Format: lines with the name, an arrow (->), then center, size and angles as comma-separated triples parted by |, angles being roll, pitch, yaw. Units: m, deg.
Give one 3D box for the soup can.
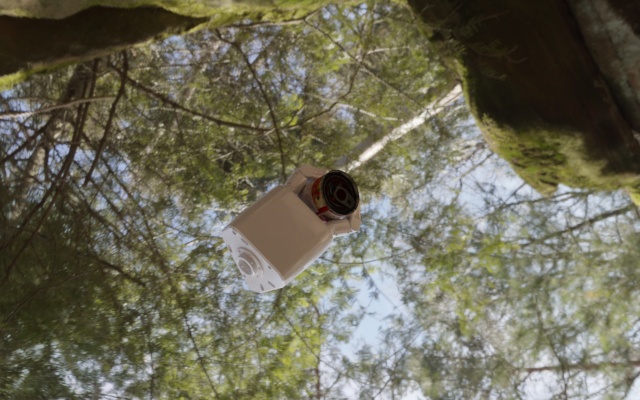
soup can -> 0.000, 0.002, 0.712 | 0.068, 0.068, 0.102 | 0, -16, -37
